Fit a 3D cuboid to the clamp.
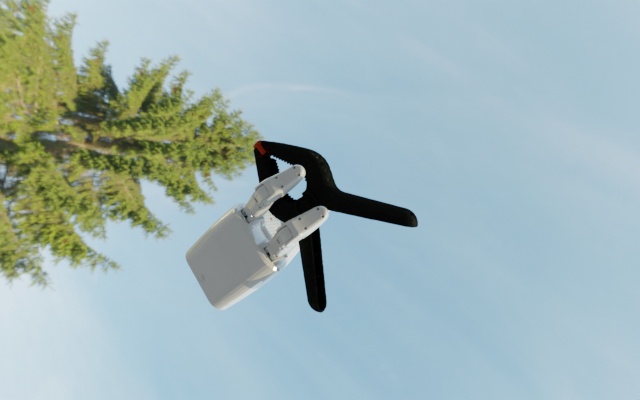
[{"bbox_3d":[0.000,0.001,0.555,0.164,0.210,0.036,-38,-14,21],"label":"clamp"}]
